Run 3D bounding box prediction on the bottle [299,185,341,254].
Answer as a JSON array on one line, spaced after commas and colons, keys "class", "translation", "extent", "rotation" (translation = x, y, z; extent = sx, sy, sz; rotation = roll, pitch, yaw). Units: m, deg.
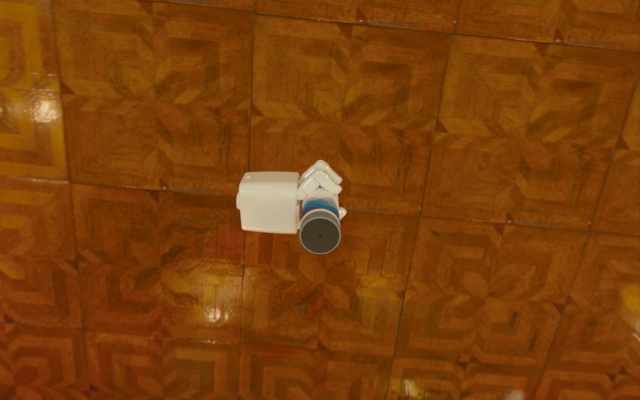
[{"class": "bottle", "translation": [0.000, 0.003, 0.898], "extent": [0.069, 0.069, 0.295], "rotation": [0, 21, 0]}]
